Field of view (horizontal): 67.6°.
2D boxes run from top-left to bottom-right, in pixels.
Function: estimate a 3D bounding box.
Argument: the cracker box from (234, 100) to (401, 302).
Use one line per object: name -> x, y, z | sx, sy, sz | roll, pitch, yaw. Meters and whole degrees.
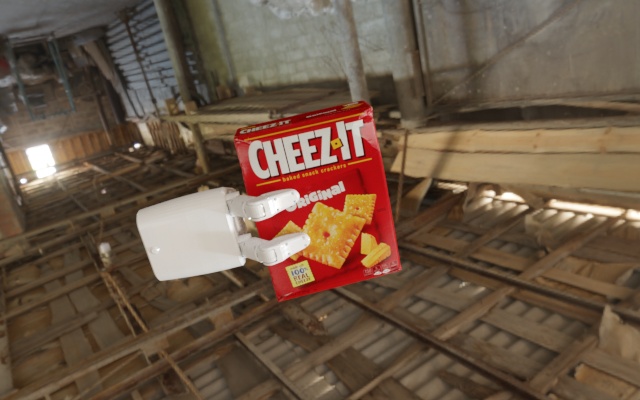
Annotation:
cracker box -> 0.000, 0.002, 0.589 | 0.164, 0.214, 0.072 | -13, 18, -1
